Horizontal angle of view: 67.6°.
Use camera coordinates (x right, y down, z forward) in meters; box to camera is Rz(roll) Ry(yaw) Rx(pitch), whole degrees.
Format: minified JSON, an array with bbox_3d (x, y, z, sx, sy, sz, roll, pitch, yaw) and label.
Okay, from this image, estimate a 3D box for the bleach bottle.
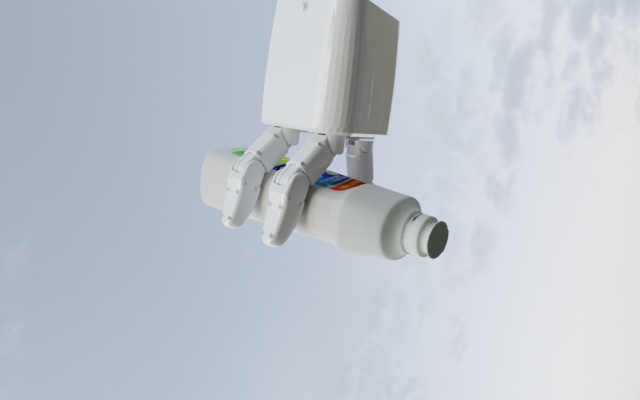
[{"bbox_3d":[0.000,0.001,0.426,0.251,0.068,0.102,17,14,42],"label":"bleach bottle"}]
